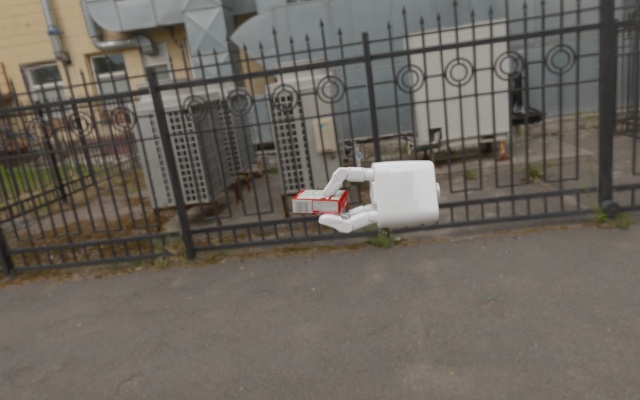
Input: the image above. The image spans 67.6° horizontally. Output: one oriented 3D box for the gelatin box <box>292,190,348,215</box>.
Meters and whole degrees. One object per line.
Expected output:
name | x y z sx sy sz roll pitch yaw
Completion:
gelatin box | 0.000 0.002 0.872 0.089 0.030 0.073 2 15 13
